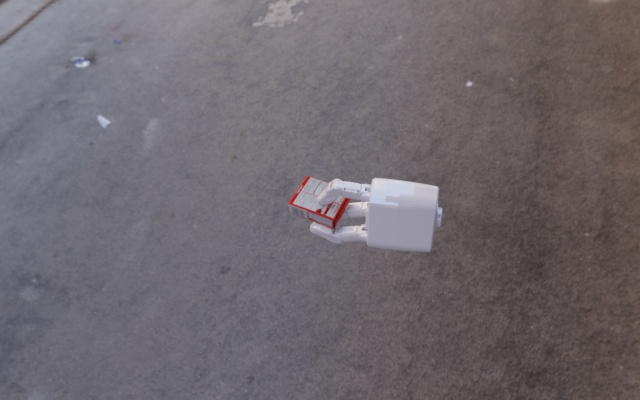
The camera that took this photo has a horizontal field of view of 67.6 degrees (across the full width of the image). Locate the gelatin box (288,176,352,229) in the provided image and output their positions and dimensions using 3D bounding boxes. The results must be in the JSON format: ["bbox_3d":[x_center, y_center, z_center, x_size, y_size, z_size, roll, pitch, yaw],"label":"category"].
[{"bbox_3d":[0.000,0.002,0.827,0.089,0.073,0.030,19,-37,17],"label":"gelatin box"}]
